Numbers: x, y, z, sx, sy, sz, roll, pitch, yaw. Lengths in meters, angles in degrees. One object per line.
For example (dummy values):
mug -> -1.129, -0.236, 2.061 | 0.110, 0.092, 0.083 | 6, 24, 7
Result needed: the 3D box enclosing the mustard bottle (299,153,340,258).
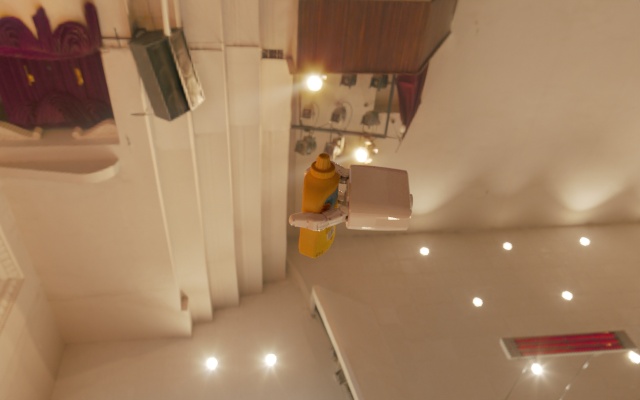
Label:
mustard bottle -> 0.000, 0.003, 0.833 | 0.058, 0.192, 0.096 | 19, 40, 17
